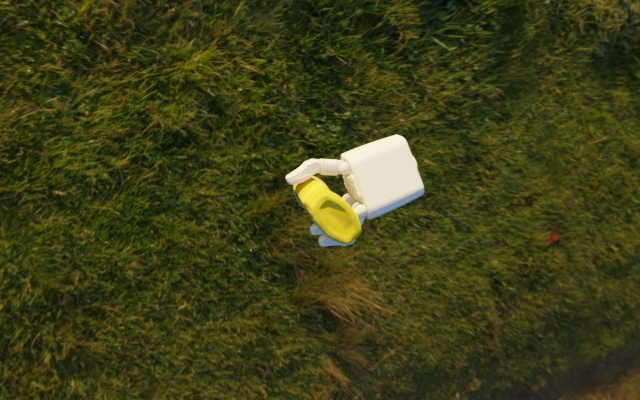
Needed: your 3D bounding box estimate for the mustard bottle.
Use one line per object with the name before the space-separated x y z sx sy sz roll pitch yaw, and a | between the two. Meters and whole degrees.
mustard bottle | 0.000 0.003 0.793 0.096 0.058 0.191 44 1 -22
